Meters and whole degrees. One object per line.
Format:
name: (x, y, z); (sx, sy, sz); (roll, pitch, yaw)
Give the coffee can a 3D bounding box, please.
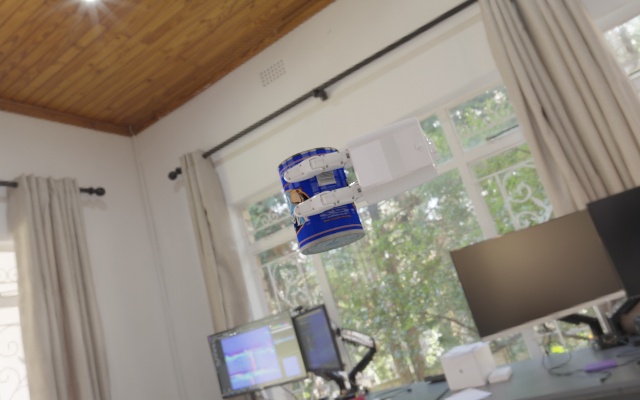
coffee can: (0.000, 0.003, 0.741); (0.103, 0.140, 0.103); (-16, -14, -4)
